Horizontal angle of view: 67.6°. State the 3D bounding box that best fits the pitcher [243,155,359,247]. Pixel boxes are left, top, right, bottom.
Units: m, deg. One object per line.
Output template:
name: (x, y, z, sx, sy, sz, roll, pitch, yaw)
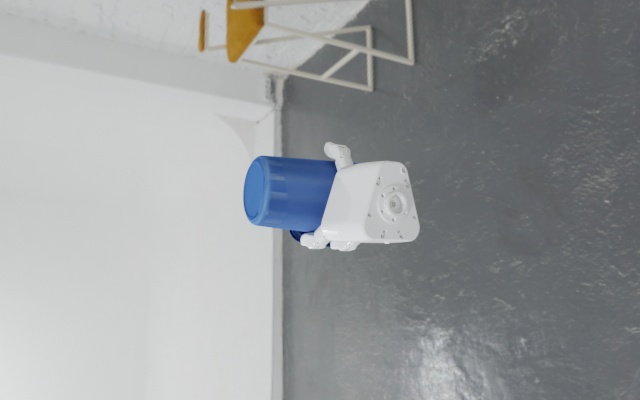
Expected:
pitcher: (0.000, 0.002, 0.783, 0.243, 0.149, 0.145, 5, -4, -28)
